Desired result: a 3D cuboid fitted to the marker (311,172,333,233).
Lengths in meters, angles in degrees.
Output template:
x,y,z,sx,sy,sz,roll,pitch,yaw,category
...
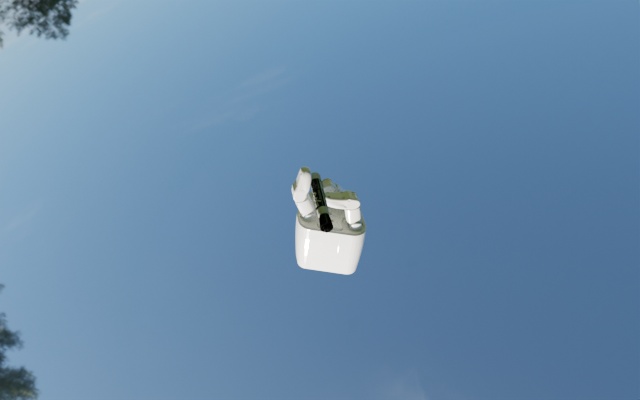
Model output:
x,y,z,sx,sy,sz,roll,pitch,yaw,category
0.000,0.002,0.706,0.020,0.020,0.121,0,41,-12,marker
